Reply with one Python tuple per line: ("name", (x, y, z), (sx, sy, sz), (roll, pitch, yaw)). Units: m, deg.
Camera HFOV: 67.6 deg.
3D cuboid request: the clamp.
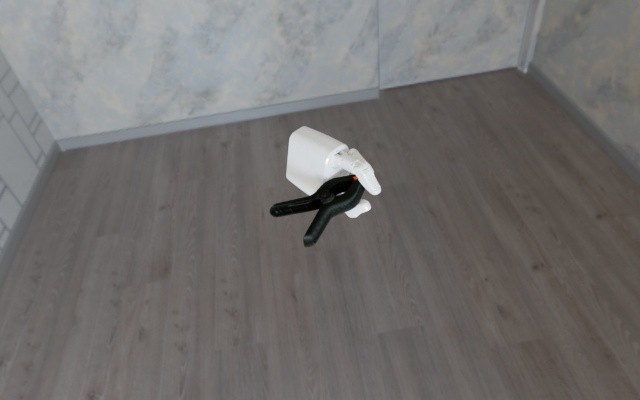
("clamp", (0.000, 0.002, 0.810), (0.171, 0.039, 0.120), (-37, 50, -28))
